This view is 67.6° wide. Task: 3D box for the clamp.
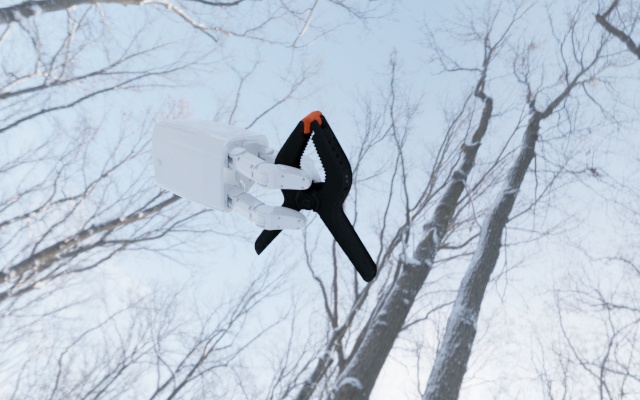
[{"bbox_3d":[0.000,0.001,0.561,0.164,0.210,0.036,17,32,15],"label":"clamp"}]
